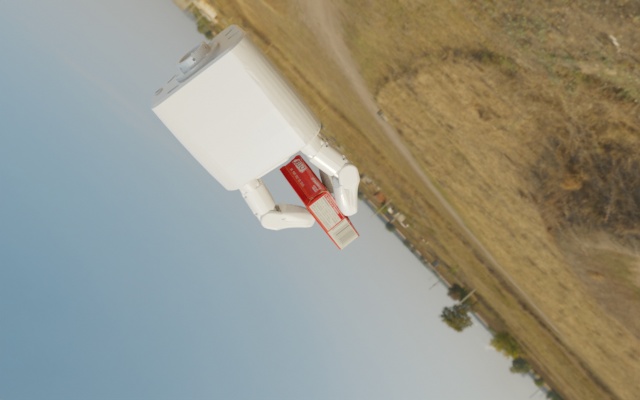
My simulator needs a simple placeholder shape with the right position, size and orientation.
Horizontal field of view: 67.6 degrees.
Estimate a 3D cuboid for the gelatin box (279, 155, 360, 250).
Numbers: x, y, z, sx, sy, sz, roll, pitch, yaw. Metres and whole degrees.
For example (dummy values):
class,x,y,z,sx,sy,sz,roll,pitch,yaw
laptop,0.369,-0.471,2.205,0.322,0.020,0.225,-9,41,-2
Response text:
class,x,y,z,sx,sy,sz,roll,pitch,yaw
gelatin box,0.000,0.002,0.520,0.089,0.030,0.073,53,0,-44
